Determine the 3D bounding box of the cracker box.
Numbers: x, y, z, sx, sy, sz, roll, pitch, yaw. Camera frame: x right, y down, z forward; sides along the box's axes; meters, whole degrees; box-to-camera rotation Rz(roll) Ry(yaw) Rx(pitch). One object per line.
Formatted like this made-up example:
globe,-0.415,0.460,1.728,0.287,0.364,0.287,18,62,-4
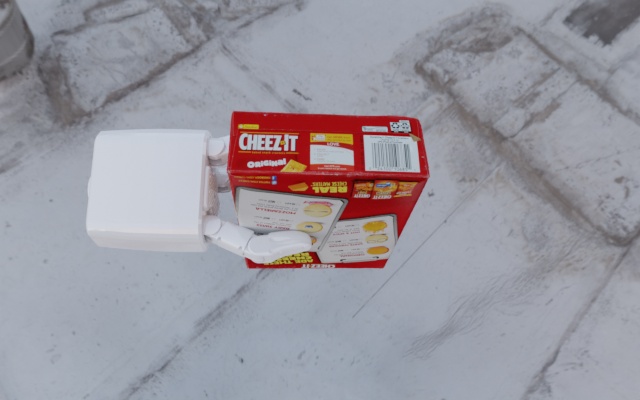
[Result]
cracker box,0.000,0.002,0.482,0.164,0.072,0.214,1,-28,-3
